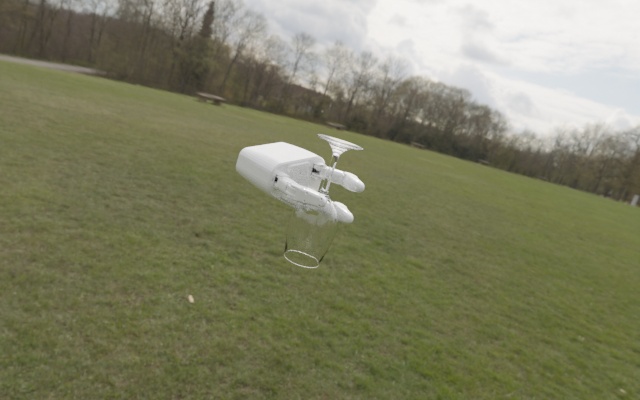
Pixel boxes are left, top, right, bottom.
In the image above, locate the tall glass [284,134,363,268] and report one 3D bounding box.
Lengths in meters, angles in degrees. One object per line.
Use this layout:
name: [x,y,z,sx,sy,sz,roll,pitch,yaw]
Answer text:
tall glass: [0.000,0.002,0.750,0.079,0.201,0.079,17,12,-4]
